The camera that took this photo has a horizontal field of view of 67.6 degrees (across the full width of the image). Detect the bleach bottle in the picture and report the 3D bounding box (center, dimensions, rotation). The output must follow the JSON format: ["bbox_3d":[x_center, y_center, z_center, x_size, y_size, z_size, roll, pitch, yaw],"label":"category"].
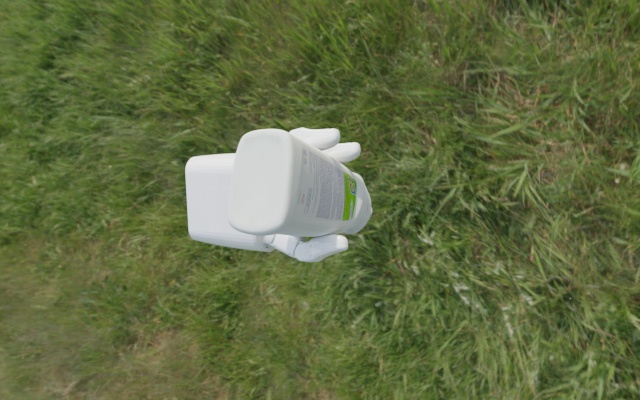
[{"bbox_3d":[0.000,0.002,0.539,0.068,0.102,0.251,2,-9,28],"label":"bleach bottle"}]
